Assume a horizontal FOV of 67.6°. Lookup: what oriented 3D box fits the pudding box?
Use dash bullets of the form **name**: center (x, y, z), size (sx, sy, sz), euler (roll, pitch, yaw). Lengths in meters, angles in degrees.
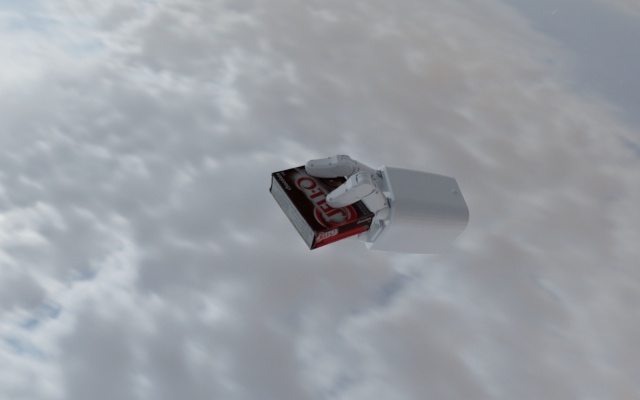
- **pudding box**: center (0.000, 0.002, 0.605), size (0.090, 0.039, 0.113), euler (-16, 49, -31)
